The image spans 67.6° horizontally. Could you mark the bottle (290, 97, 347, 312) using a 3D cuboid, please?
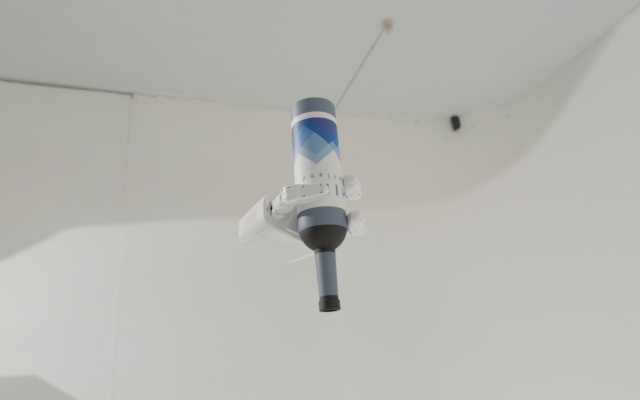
[{"bbox_3d":[0.000,0.002,0.654,0.069,0.295,0.069,-4,-21,-2],"label":"bottle"}]
